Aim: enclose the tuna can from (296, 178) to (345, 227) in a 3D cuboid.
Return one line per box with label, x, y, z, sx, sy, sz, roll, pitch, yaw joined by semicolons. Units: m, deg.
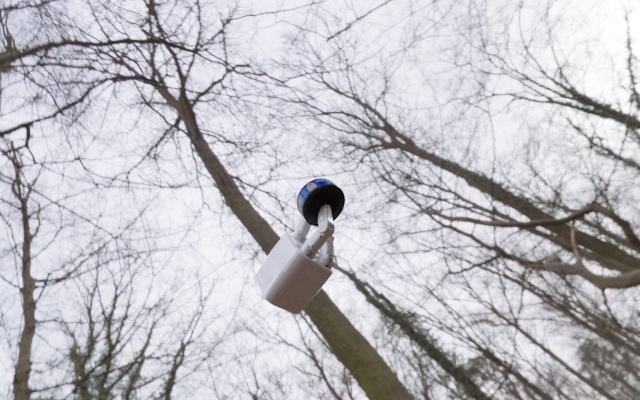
tuna can;0.000;0.003;0.870;0.086;0.086;0.033;0;27;-30
